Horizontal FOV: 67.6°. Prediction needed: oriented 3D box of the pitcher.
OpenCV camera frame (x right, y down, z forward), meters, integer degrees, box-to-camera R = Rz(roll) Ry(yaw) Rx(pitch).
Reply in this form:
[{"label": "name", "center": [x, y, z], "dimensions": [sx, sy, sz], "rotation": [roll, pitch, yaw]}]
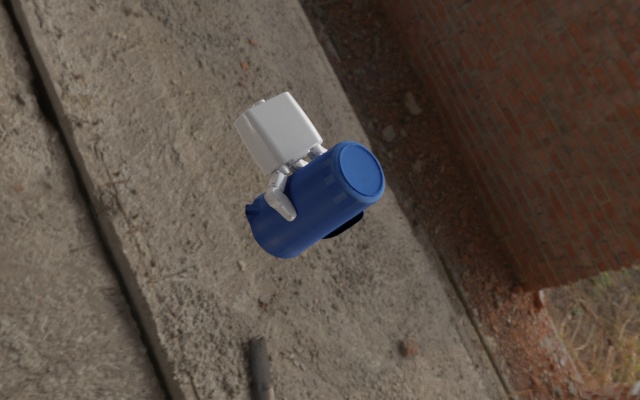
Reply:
[{"label": "pitcher", "center": [0.000, 0.003, 0.817], "dimensions": [0.243, 0.145, 0.149], "rotation": [-33, 1, 45]}]
